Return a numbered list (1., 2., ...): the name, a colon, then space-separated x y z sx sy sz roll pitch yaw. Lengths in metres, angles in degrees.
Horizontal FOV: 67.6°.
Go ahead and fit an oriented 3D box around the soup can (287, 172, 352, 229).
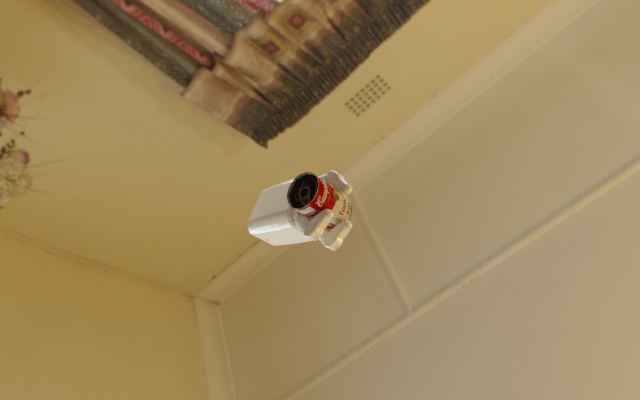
1. soup can: 0.001 0.003 0.828 0.068 0.068 0.102 0 -23 41
